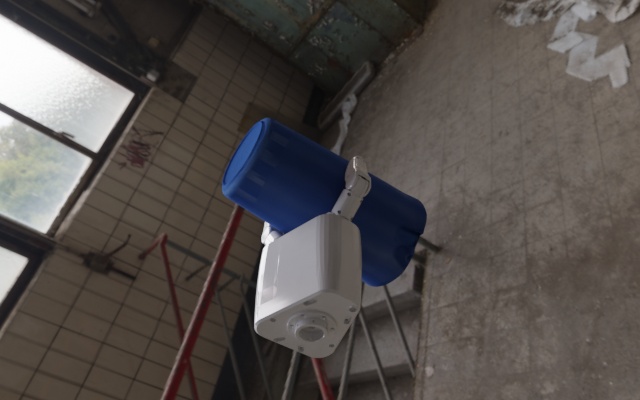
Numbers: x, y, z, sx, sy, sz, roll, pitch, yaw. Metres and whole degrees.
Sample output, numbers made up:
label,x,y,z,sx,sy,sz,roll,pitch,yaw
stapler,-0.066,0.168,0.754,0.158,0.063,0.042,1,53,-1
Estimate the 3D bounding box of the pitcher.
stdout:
label,x,y,z,sx,sy,sz,roll,pitch,yaw
pitcher,0.000,0.002,0.613,0.243,0.145,0.149,31,-55,-22
